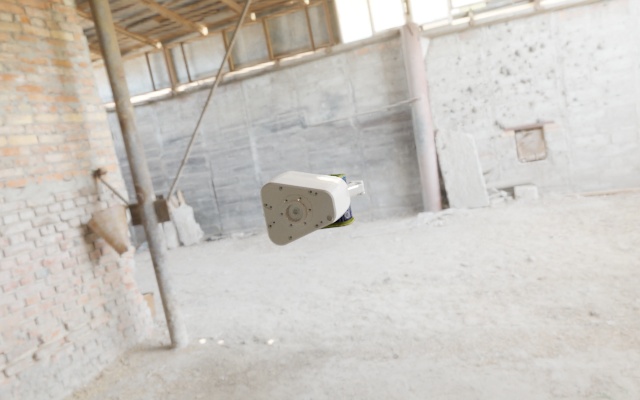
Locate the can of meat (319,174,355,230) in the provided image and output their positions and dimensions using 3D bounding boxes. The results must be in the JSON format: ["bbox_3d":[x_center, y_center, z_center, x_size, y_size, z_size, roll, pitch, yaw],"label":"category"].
[{"bbox_3d":[0.000,0.002,0.807,0.102,0.084,0.057,-8,8,16],"label":"can of meat"}]
